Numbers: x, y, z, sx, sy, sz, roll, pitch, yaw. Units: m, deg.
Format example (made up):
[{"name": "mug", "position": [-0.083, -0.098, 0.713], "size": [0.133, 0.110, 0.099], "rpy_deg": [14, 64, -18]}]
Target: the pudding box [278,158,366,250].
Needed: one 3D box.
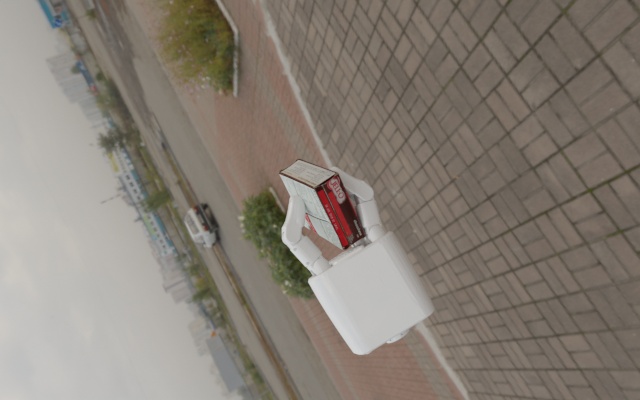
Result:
[{"name": "pudding box", "position": [0.000, 0.002, 0.585], "size": [0.039, 0.090, 0.113], "rpy_deg": [-33, 25, -18]}]
